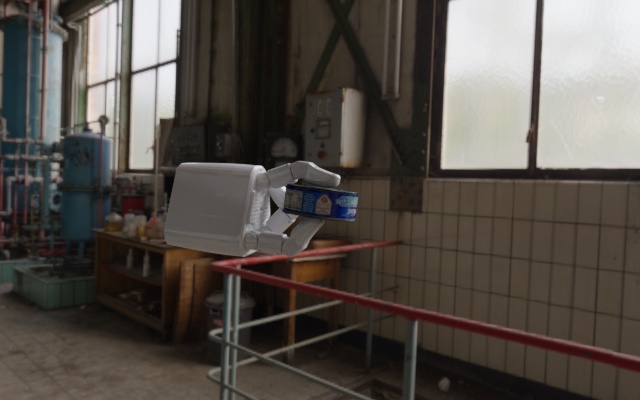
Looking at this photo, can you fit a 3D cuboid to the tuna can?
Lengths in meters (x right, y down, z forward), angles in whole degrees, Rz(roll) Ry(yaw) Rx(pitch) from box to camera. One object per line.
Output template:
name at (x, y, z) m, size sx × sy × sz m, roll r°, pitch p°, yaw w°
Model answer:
tuna can at (0.000, 0.001, 0.554) m, size 0.086 × 0.034 × 0.086 m, roll 8°, pitch 3°, yaw 0°
